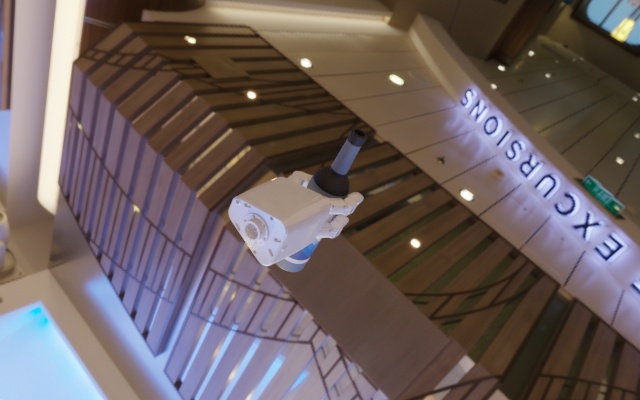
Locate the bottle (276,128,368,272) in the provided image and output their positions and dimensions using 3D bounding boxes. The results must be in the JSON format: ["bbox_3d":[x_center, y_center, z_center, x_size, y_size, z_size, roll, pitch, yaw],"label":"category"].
[{"bbox_3d":[0.000,0.003,0.812,0.069,0.296,0.069,19,36,-15],"label":"bottle"}]
